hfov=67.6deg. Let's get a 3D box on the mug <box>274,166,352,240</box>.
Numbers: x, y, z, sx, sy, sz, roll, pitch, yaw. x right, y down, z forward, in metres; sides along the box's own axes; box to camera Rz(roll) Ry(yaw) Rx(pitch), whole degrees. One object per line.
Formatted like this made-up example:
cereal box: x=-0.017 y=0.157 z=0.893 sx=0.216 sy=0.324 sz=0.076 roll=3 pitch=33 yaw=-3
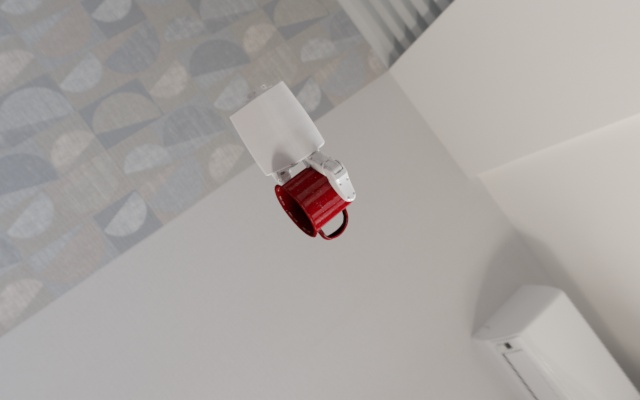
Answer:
mug: x=0.001 y=0.003 z=0.692 sx=0.081 sy=0.117 sz=0.093 roll=-38 pitch=15 yaw=-18
